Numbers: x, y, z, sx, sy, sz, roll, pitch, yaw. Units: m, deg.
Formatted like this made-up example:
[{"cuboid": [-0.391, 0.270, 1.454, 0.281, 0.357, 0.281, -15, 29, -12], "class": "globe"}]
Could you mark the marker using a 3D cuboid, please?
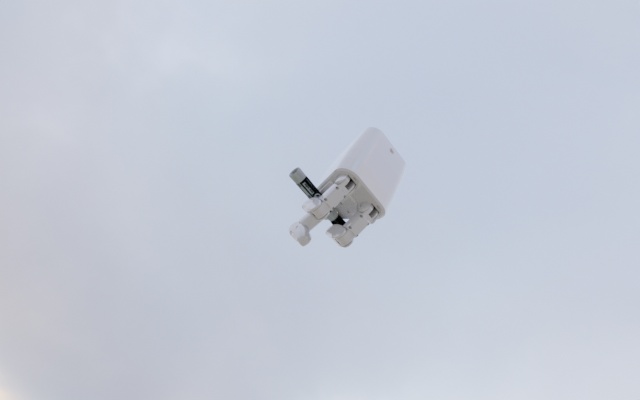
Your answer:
[{"cuboid": [0.000, 0.002, 0.684, 0.020, 0.121, 0.020, -34, 22, 16], "class": "marker"}]
